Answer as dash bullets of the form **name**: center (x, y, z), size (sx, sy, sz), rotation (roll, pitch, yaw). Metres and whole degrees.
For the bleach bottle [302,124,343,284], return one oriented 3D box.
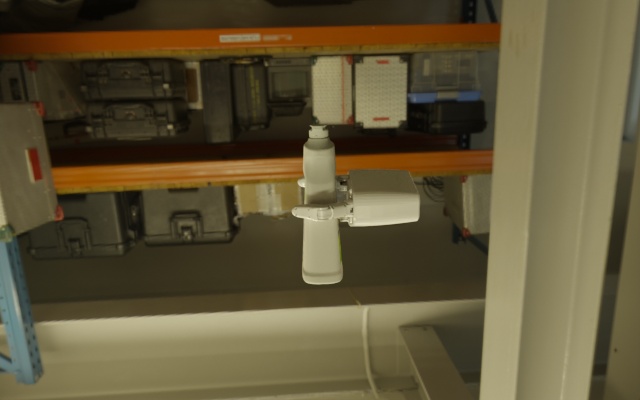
- **bleach bottle**: center (0.000, 0.003, 0.788), size (0.068, 0.251, 0.102), rotation (-2, 14, -1)
